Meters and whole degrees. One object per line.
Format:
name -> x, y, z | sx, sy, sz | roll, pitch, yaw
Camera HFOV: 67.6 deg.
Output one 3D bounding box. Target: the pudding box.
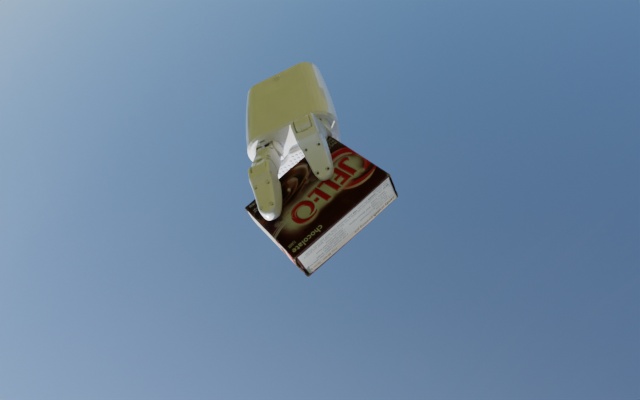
pudding box -> 0.000, 0.002, 0.440 | 0.090, 0.113, 0.039 | 39, -11, 44
